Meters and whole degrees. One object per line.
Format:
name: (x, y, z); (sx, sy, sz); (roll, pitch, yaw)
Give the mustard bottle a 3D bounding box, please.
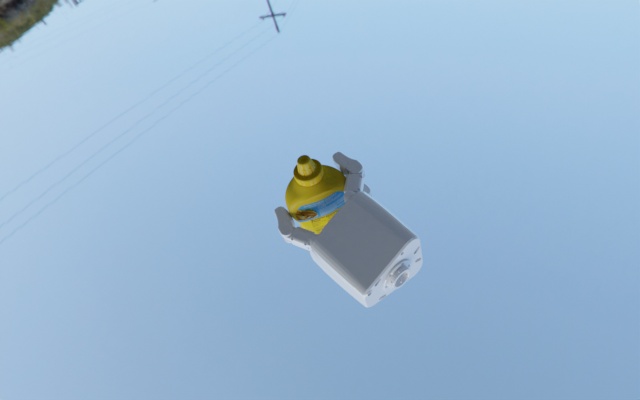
mustard bottle: (0.000, 0.002, 0.702); (0.096, 0.058, 0.192); (-21, -39, 1)
